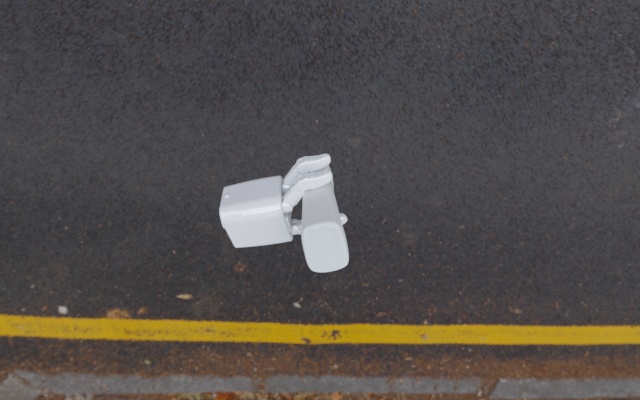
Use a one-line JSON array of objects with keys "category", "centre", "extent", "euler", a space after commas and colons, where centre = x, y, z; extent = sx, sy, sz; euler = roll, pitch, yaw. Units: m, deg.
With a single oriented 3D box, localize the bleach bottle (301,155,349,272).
[{"category": "bleach bottle", "centre": [0.000, 0.003, 0.828], "extent": [0.068, 0.103, 0.250], "euler": [-10, 34, 3]}]
